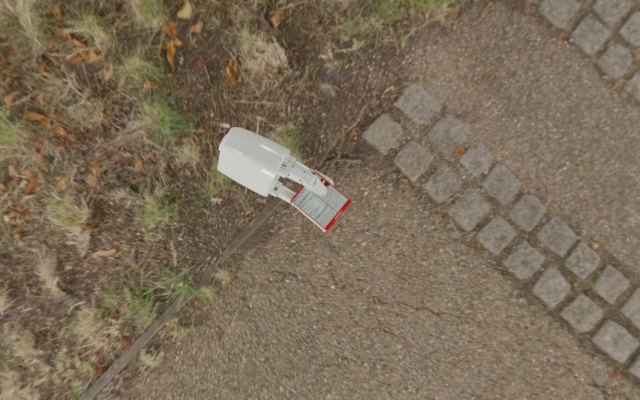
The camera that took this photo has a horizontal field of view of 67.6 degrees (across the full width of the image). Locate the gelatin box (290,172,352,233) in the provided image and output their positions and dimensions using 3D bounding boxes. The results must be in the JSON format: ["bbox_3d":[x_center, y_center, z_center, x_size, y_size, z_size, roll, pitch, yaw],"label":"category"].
[{"bbox_3d":[0.000,0.003,0.873,0.089,0.073,0.030,39,-11,2],"label":"gelatin box"}]
